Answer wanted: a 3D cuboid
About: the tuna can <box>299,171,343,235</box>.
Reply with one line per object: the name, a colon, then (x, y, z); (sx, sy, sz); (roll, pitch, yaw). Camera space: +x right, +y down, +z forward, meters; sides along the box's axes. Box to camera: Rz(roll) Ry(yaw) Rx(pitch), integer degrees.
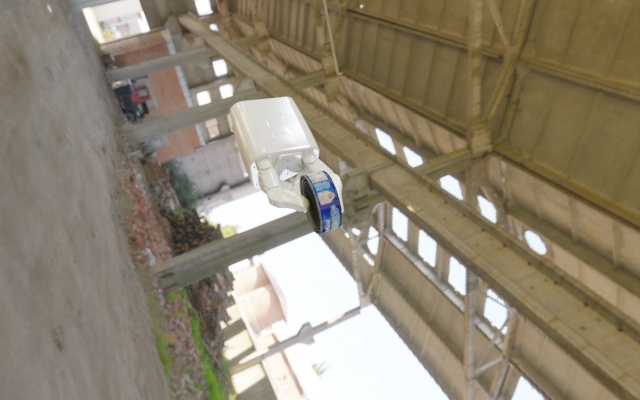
tuna can: (0.001, 0.002, 0.666); (0.034, 0.086, 0.086); (-16, 4, -14)
